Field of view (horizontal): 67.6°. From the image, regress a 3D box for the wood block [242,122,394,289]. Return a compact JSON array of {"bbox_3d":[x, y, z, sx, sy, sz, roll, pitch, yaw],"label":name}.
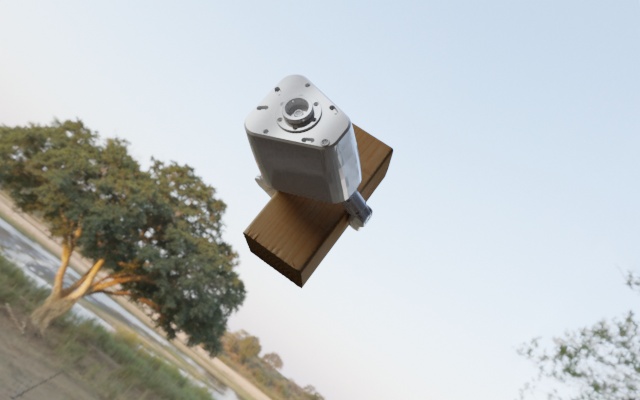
[{"bbox_3d":[0.000,0.002,0.638,0.091,0.206,0.090,34,-19,12],"label":"wood block"}]
